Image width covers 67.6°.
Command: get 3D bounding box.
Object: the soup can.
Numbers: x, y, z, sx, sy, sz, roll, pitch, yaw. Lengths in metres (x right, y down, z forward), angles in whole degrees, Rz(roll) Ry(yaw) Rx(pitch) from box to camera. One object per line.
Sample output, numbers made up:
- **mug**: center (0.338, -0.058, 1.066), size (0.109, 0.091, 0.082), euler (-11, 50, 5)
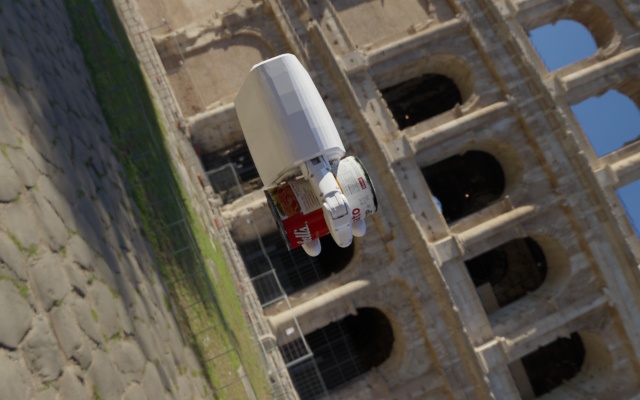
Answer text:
- **soup can**: center (0.001, 0.002, 0.500), size (0.102, 0.068, 0.068), euler (-23, 3, -8)
